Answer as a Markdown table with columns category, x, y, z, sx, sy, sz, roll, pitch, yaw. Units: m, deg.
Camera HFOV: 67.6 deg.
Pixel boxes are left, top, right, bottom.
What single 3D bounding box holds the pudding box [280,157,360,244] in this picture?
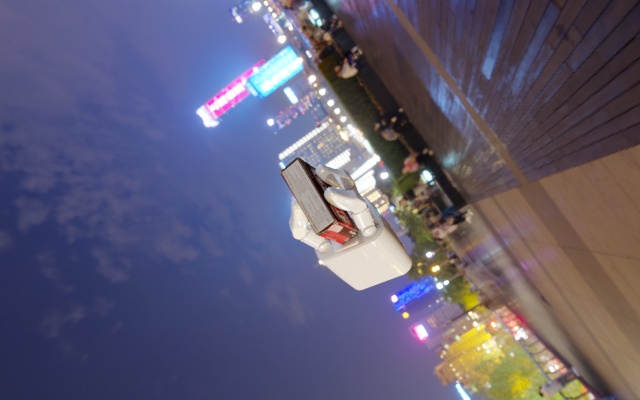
| category | x | y | z | sx | sy | sz | roll | pitch | yaw |
| --- | --- | --- | --- | --- | --- | --- | --- | --- | --- |
| pudding box | 0.000 | 0.002 | 0.666 | 0.039 | 0.113 | 0.090 | -38 | -24 | 11 |
